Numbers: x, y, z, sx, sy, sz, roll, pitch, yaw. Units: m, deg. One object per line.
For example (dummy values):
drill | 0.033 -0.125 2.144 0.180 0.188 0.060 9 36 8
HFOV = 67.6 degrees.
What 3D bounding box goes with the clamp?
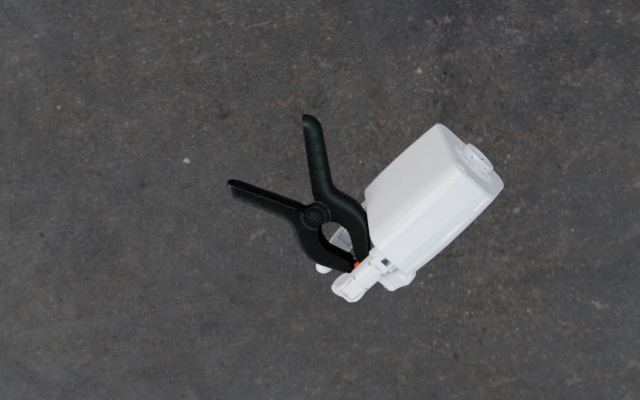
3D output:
clamp | 0.000 0.002 0.482 0.120 0.171 0.039 -47 5 26
